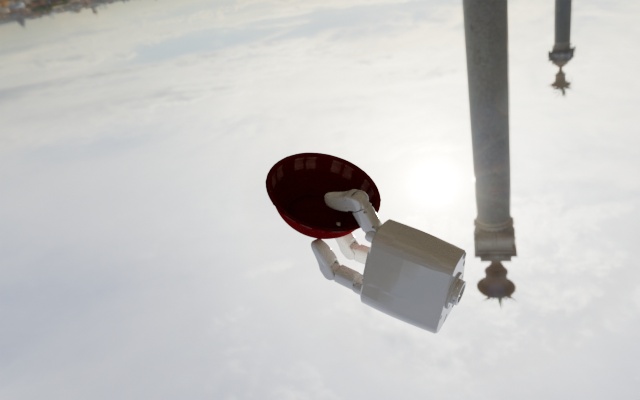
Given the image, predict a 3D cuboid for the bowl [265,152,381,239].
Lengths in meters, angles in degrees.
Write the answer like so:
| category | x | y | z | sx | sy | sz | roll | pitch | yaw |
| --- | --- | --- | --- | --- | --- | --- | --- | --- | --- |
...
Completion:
| category | x | y | z | sx | sy | sz | roll | pitch | yaw |
| --- | --- | --- | --- | --- | --- | --- | --- | --- | --- |
| bowl | -0.001 | 0.002 | 0.671 | 0.162 | 0.055 | 0.162 | 9 | 42 | -8 |
